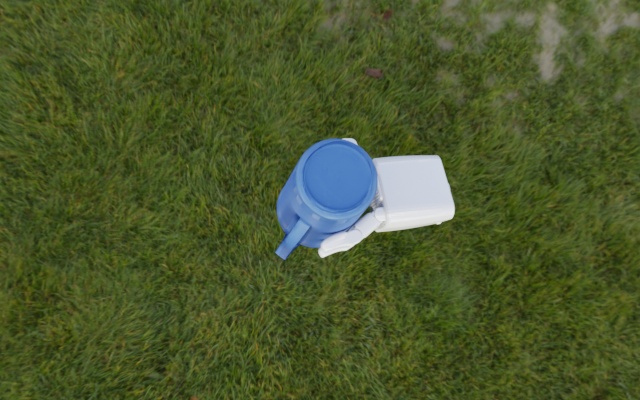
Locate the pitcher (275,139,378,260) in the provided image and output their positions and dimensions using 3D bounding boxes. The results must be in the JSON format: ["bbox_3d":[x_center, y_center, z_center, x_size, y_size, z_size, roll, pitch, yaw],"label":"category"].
[{"bbox_3d":[0.000,0.002,0.716,0.145,0.149,0.243,-6,-10,-9],"label":"pitcher"}]
